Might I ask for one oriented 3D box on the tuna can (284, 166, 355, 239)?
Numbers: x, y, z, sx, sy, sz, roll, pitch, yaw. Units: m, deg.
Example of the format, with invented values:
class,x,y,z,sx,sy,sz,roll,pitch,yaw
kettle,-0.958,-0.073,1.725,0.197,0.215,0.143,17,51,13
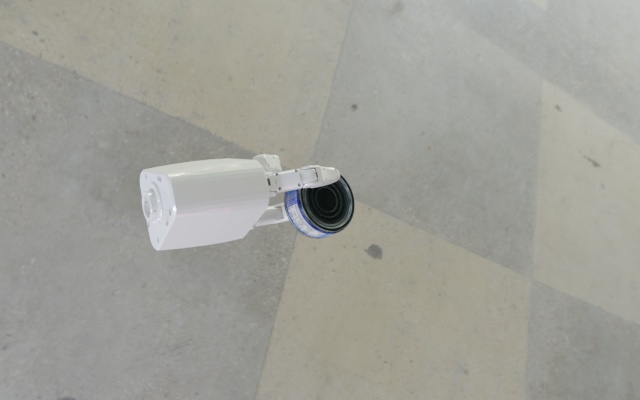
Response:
class,x,y,z,sx,sy,sz,roll,pitch,yaw
tuna can,0.000,0.002,0.585,0.086,0.086,0.034,0,-15,-36
